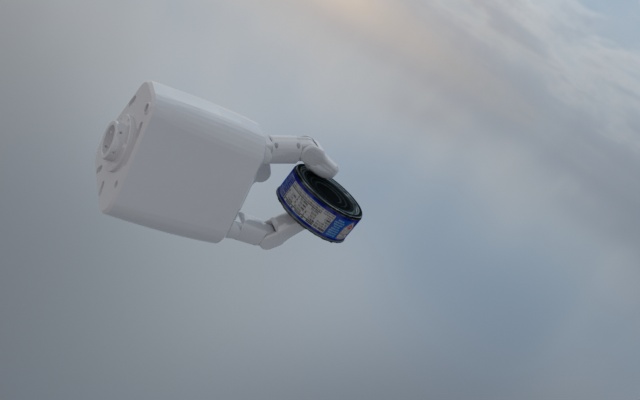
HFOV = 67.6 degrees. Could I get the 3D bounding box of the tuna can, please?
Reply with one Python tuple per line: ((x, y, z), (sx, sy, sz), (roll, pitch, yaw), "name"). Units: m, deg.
((0.000, 0.001, 0.478), (0.086, 0.034, 0.086), (35, 18, -13), "tuna can")
